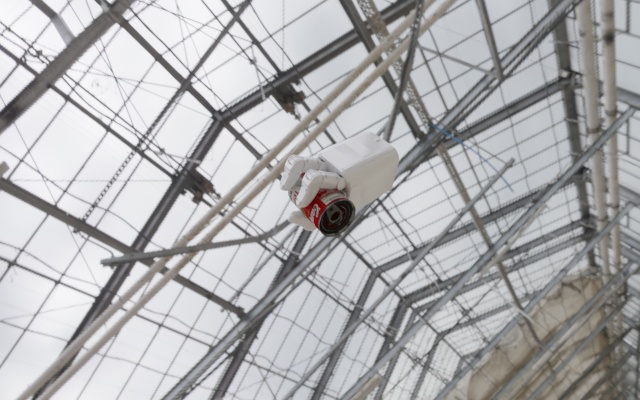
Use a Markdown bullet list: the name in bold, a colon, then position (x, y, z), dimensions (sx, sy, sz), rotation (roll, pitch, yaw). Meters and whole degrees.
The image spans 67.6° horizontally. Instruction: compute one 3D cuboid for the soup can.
- **soup can**: position (0.000, 0.003, 0.770), dimensions (0.068, 0.068, 0.102), rotation (0, 30, -38)
